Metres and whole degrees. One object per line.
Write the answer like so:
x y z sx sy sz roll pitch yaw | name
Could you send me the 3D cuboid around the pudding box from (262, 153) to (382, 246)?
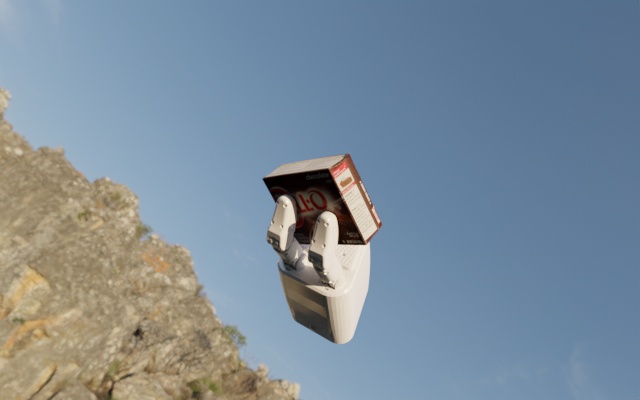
0.000 0.002 0.509 0.113 0.090 0.039 -6 28 46 | pudding box
